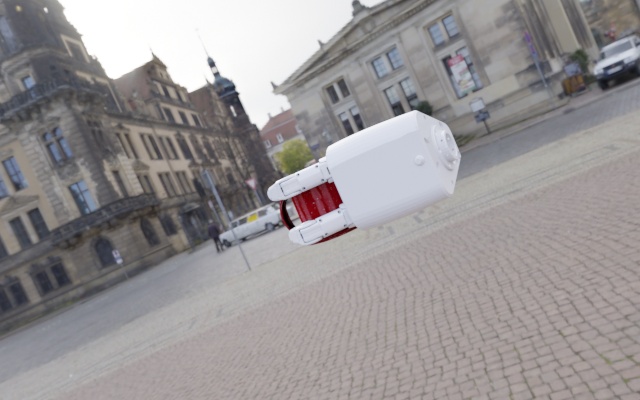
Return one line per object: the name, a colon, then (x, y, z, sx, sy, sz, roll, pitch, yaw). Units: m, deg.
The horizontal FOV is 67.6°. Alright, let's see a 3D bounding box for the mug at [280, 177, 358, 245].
mug: (-0.001, 0.002, 0.580, 0.117, 0.081, 0.093, -21, 4, 31)
